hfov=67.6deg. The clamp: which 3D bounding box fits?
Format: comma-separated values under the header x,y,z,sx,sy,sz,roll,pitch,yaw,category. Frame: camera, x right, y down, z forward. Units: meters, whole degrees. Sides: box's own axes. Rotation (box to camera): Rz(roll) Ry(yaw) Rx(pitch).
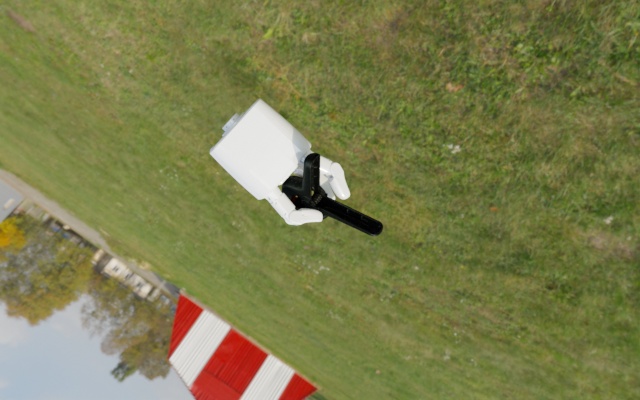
x,y,z,sx,sy,sz,roll,pitch,yaw,category
-0.001,0.003,0.770,0.164,0.036,0.210,45,-22,-14,clamp
